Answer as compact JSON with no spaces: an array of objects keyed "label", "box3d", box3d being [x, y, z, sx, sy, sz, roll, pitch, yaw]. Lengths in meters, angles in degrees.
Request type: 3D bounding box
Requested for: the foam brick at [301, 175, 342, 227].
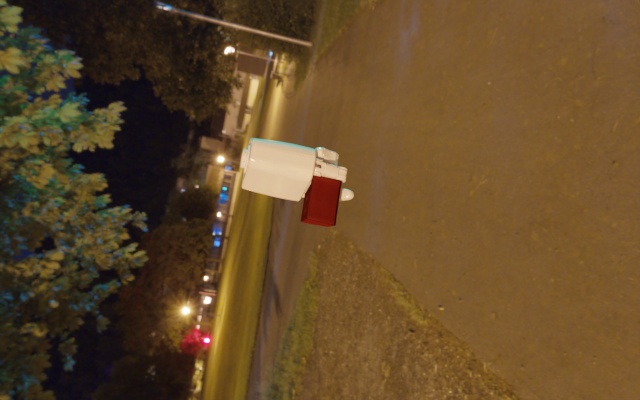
[{"label":"foam brick","box3d":[0.000,0.003,0.816,0.051,0.078,0.053,11,-10,-14]}]
